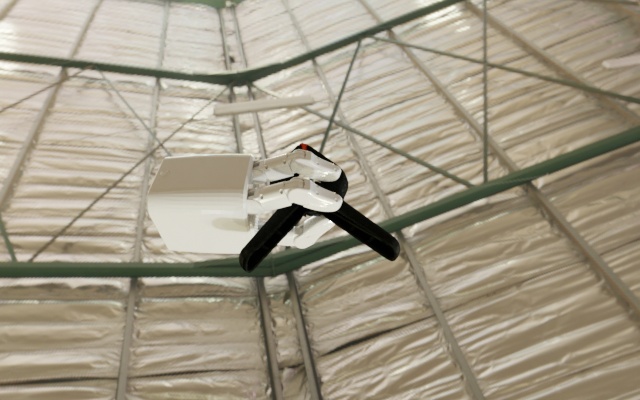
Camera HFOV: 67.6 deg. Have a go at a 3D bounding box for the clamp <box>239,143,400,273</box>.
[{"bbox_3d":[0.000,0.002,0.554,0.164,0.036,0.209,1,39,-1],"label":"clamp"}]
